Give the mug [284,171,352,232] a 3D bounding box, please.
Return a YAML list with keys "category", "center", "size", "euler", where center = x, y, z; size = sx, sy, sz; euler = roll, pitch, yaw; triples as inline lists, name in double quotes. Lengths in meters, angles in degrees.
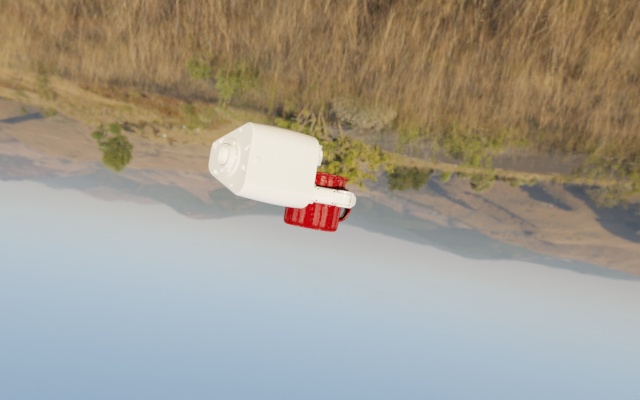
- category: "mug"
  center: [0.001, 0.003, 0.717]
  size: [0.117, 0.081, 0.093]
  euler: [11, -1, -39]
